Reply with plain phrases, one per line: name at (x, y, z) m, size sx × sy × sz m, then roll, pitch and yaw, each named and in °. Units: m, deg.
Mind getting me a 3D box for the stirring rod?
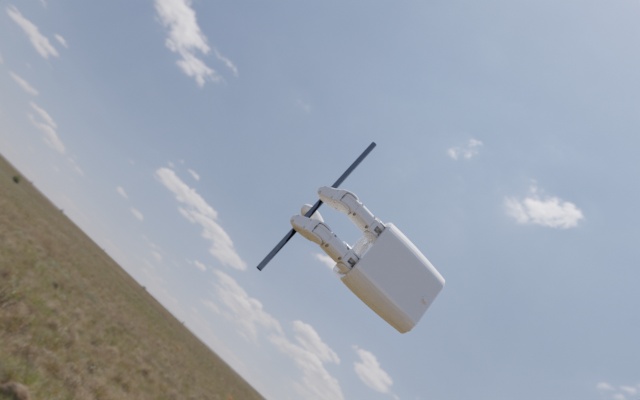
stirring rod at (0.000, 0.002, 0.629) m, size 0.239 × 0.011 × 0.011 m, roll -47°, pitch 22°, yaw -22°
